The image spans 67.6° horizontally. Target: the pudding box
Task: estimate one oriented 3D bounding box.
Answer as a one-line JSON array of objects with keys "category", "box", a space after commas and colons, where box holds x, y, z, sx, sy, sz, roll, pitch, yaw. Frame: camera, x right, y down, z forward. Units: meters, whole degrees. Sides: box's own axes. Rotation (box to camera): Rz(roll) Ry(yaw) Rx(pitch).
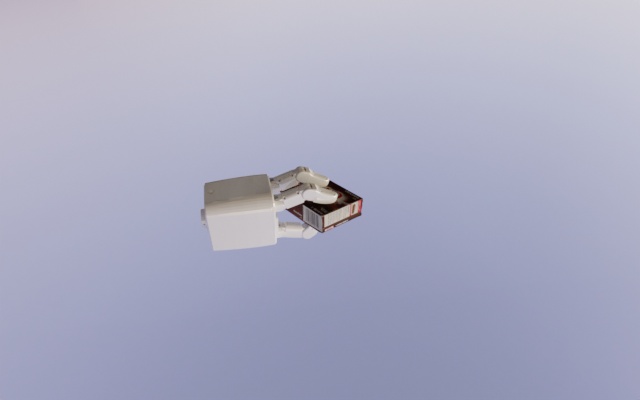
[{"category": "pudding box", "box": [0.000, 0.003, 0.794, 0.090, 0.039, 0.113, -23, 40, -34]}]
